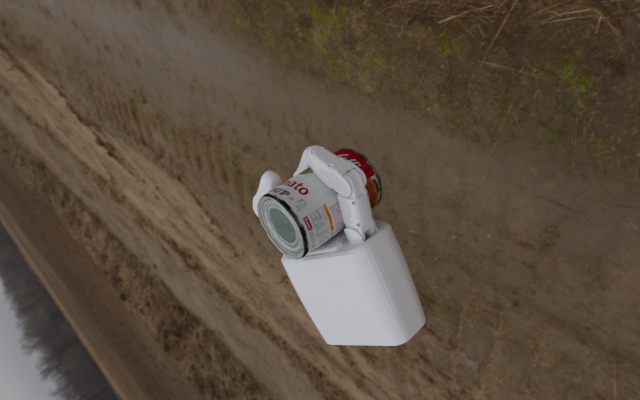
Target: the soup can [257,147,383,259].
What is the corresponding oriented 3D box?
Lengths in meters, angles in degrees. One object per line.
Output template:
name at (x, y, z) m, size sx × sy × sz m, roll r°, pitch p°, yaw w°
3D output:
soup can at (0.000, 0.001, 0.450) m, size 0.102 × 0.068 × 0.068 m, roll -33°, pitch 18°, yaw -31°
